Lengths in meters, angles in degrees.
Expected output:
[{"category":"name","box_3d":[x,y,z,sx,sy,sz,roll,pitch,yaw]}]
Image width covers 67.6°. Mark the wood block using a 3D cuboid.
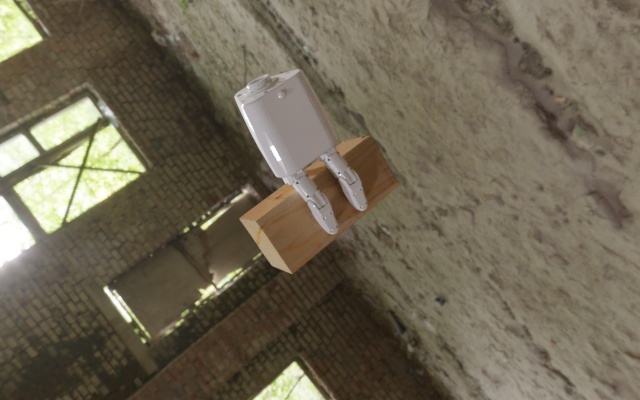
[{"category":"wood block","box_3d":[0.000,0.002,0.690,0.206,0.090,0.091,-38,15,-19]}]
